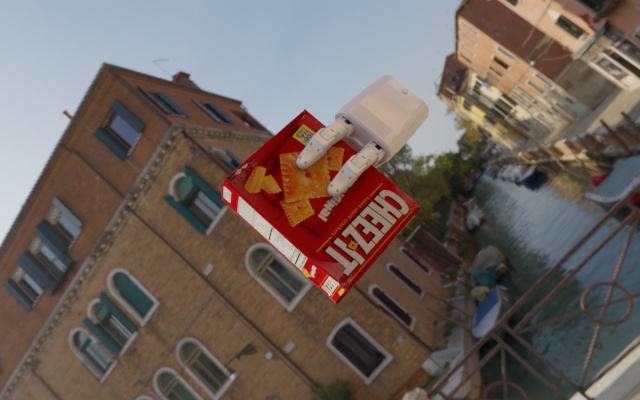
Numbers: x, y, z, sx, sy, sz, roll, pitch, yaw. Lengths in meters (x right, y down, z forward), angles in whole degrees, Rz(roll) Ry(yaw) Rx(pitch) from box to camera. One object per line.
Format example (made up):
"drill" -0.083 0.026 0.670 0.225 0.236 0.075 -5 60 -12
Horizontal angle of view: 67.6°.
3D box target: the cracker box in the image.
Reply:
"cracker box" 0.000 0.002 0.643 0.164 0.213 0.072 -45 -11 -25
